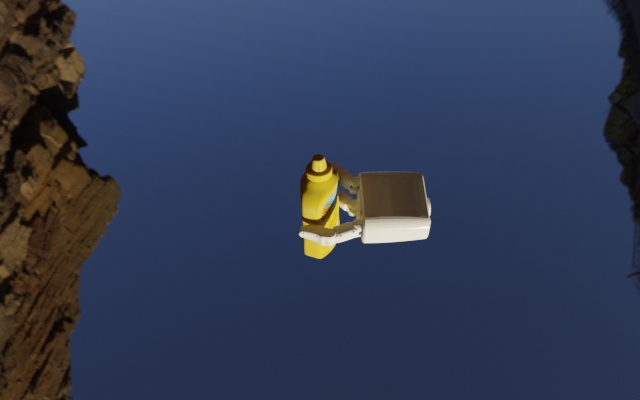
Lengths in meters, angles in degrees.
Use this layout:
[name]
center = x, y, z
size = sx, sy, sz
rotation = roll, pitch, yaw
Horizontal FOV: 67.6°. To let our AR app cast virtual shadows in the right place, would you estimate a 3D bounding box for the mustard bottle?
[mustard bottle]
center = 0.000, 0.003, 0.786
size = 0.058, 0.192, 0.096
rotation = 15, 48, 16
